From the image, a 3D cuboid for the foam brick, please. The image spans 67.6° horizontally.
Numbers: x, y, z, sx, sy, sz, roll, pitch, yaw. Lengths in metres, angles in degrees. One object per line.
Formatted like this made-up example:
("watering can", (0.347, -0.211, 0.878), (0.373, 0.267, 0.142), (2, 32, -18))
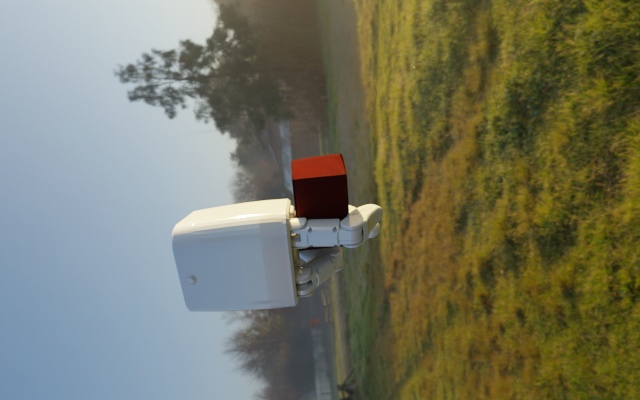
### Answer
("foam brick", (0.000, 0.001, 0.463), (0.051, 0.078, 0.053), (-5, 25, -1))
